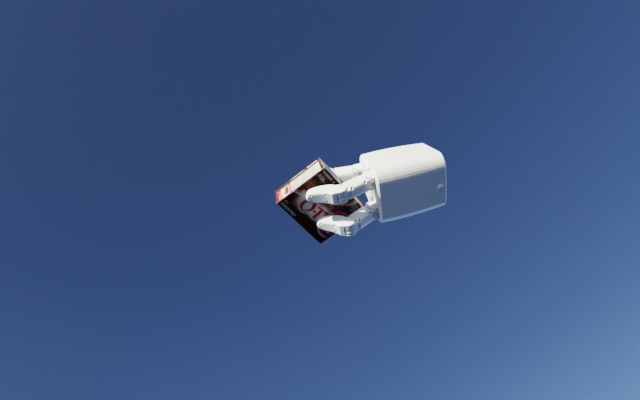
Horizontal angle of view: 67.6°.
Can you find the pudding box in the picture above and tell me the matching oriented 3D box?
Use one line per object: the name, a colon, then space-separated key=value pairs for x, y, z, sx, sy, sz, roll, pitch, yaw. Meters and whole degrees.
pudding box: x=0.000 y=0.002 z=0.725 sx=0.090 sy=0.113 sz=0.039 roll=-37 pitch=32 yaw=12
